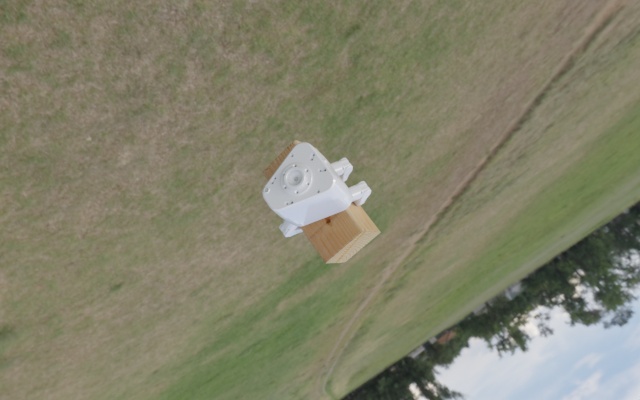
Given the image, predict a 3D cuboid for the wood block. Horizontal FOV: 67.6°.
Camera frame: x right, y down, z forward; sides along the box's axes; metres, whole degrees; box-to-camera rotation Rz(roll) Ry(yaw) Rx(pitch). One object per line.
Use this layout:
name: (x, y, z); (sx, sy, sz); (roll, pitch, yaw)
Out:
wood block: (0.000, 0.003, 0.854); (0.091, 0.206, 0.090); (-42, -21, 17)
